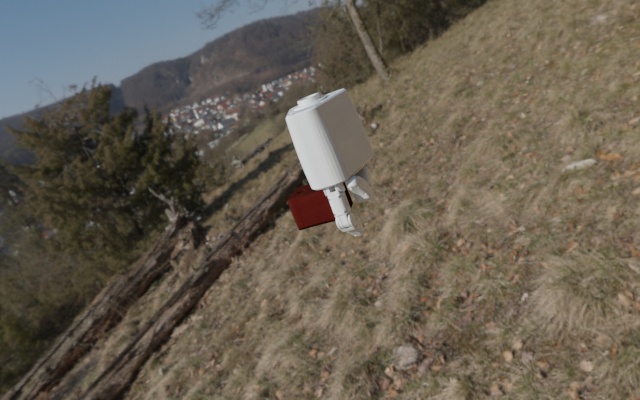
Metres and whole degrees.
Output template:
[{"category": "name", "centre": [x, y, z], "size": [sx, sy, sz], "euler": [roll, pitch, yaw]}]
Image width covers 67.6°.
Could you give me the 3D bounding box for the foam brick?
[{"category": "foam brick", "centre": [0.000, 0.002, 0.699], "size": [0.078, 0.051, 0.053], "euler": [-16, 19, 23]}]
